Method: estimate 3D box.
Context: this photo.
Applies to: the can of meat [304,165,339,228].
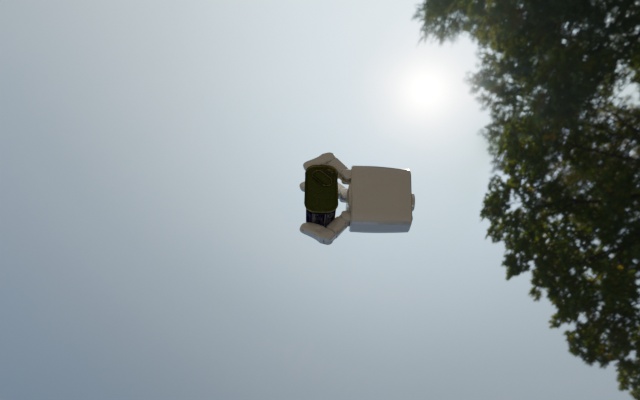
[{"bbox_3d":[0.000,0.003,0.840,0.057,0.102,0.084,1,-37,-2],"label":"can of meat"}]
